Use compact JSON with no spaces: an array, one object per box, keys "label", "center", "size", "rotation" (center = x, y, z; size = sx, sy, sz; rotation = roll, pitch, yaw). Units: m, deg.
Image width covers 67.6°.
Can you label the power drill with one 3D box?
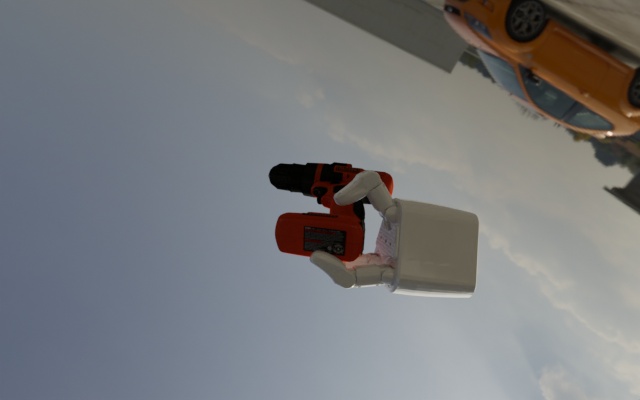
[{"label":"power drill","center":[0.000,0.002,0.638],"size":[0.184,0.057,0.187],"rotation":[5,29,10]}]
